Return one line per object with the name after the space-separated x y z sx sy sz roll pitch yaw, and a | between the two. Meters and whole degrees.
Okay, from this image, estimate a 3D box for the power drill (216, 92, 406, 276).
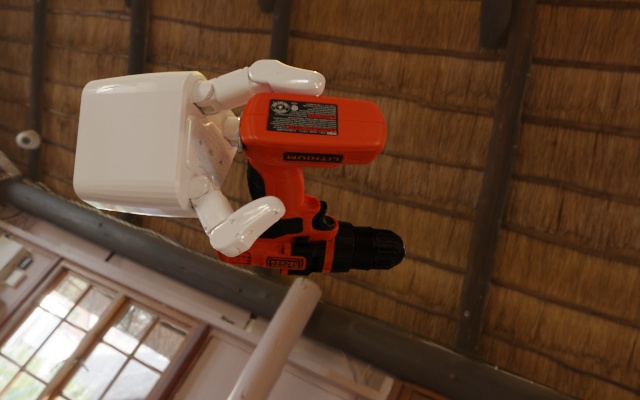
0.000 0.001 0.410 0.184 0.057 0.188 3 -41 -7 | power drill
